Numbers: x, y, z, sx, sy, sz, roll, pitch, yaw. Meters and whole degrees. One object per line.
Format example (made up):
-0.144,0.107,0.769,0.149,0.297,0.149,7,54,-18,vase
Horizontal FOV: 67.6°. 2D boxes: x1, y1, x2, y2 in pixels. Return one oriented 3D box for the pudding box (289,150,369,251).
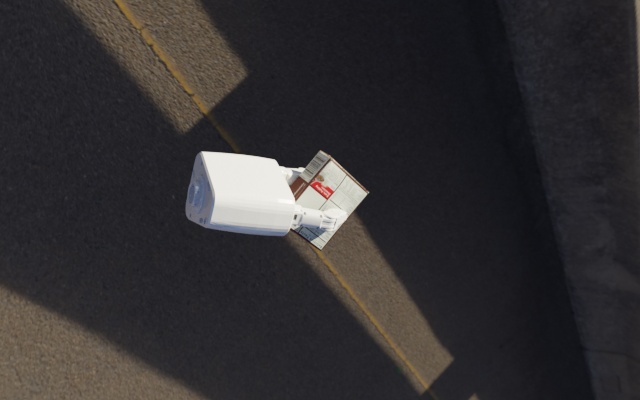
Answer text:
0.000,0.002,0.669,0.090,0.113,0.039,40,2,-34,pudding box
